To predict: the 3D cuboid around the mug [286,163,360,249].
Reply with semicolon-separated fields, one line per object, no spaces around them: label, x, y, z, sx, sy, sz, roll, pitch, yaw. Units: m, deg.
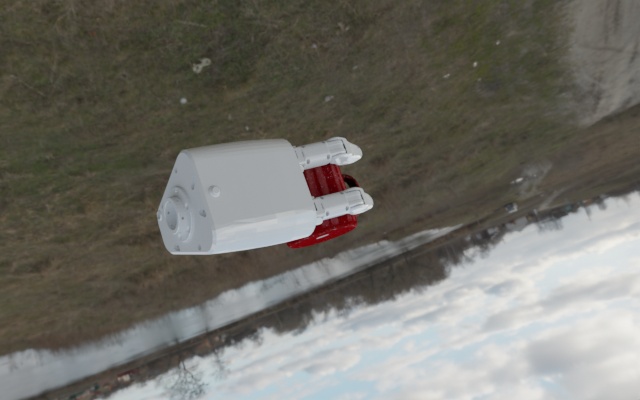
mug;0.001;0.002;0.536;0.117;0.081;0.093;-10;-14;-38
